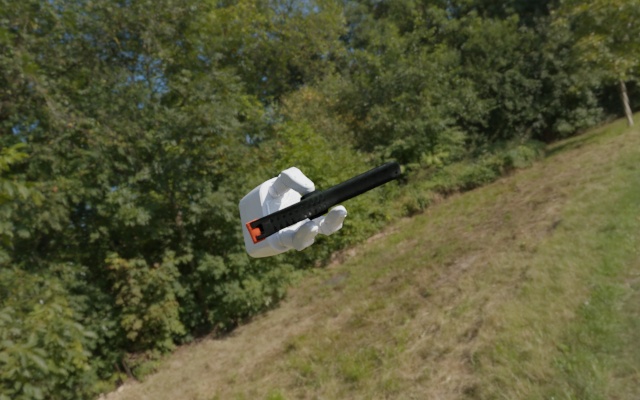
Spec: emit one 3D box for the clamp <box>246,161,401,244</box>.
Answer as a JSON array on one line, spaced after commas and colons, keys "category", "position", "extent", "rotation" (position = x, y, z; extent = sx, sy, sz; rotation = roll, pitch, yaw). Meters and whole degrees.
[{"category": "clamp", "position": [-0.001, 0.002, 0.650], "extent": [0.210, 0.036, 0.164], "rotation": [-24, -1, -33]}]
